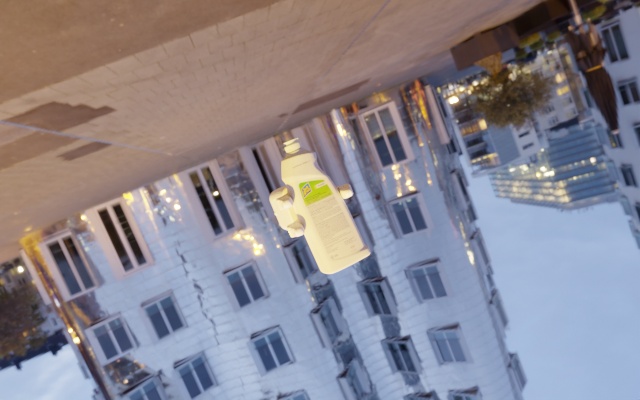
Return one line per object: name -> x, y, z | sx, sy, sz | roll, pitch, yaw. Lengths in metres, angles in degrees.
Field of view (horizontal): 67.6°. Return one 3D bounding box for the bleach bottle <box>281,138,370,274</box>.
bleach bottle -> 0.000, 0.003, 0.884 | 0.102, 0.251, 0.068 | -25, 7, -21
